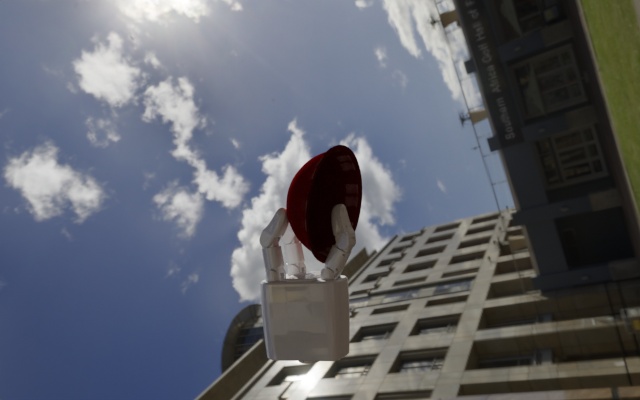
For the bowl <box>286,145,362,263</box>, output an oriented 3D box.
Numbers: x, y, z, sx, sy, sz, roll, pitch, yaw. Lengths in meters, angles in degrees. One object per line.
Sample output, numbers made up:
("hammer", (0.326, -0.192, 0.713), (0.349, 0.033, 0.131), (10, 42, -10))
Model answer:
("bowl", (0.000, 0.001, 0.657), (0.055, 0.162, 0.162), (9, 4, 29))
